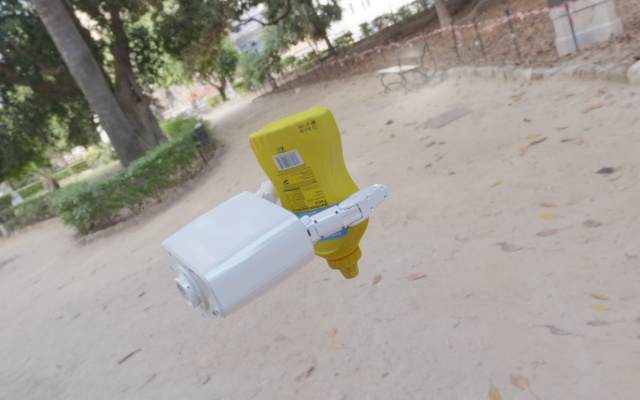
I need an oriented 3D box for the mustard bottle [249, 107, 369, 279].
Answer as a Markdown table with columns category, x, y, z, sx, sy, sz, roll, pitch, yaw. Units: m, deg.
| category | x | y | z | sx | sy | sz | roll | pitch | yaw |
| --- | --- | --- | --- | --- | --- | --- | --- | --- | --- |
| mustard bottle | 0.000 | 0.001 | 0.520 | 0.096 | 0.192 | 0.058 | -12 | 19 | 33 |
